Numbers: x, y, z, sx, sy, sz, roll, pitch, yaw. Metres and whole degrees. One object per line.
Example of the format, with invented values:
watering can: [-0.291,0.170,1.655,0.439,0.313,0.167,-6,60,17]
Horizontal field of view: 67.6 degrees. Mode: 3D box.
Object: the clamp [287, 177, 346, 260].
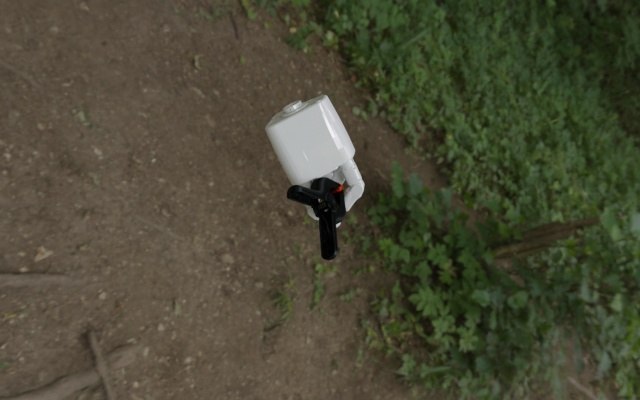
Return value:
clamp: [0.001,0.002,0.736,0.039,0.120,0.171,-20,22,18]
